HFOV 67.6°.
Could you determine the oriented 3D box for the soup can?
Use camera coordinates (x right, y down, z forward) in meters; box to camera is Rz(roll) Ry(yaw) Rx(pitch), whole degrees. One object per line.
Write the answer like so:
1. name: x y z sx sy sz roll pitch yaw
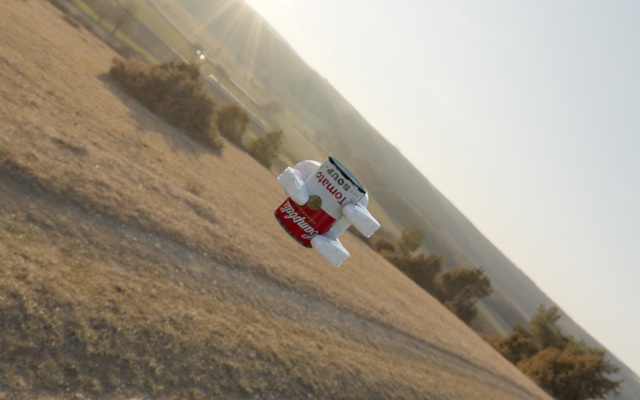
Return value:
1. soup can: 0.000 0.002 0.602 0.102 0.068 0.068 -45 -10 10
